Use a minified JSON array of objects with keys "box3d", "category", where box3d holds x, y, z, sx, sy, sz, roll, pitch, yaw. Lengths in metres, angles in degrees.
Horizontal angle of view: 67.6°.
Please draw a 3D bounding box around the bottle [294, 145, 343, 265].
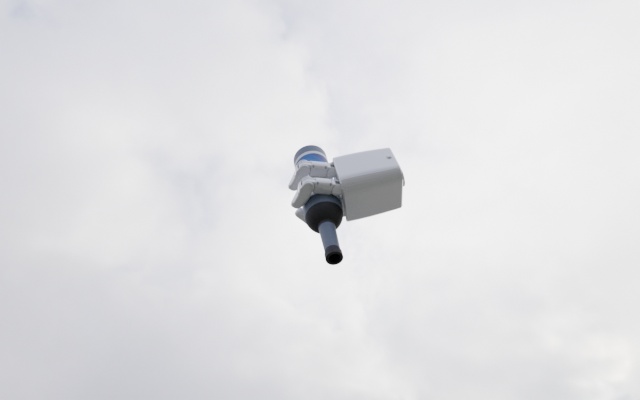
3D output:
[{"box3d":[0.000,0.003,0.836,0.069,0.069,0.295,0,35,-10],"category":"bottle"}]
